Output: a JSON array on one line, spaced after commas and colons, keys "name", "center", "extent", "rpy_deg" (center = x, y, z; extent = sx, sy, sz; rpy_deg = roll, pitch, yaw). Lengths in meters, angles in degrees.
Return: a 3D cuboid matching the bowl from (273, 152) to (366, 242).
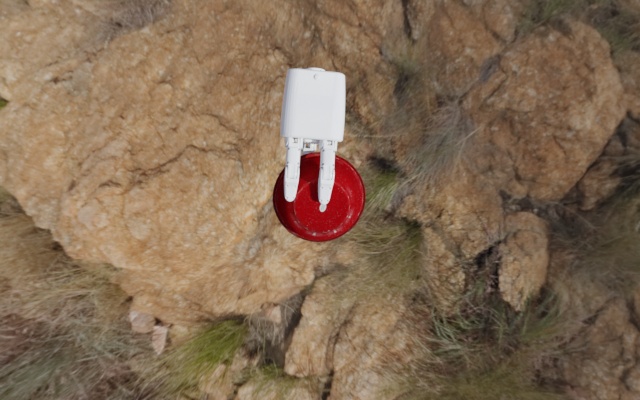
[{"name": "bowl", "center": [0.000, 0.004, 0.801], "extent": [0.162, 0.162, 0.055], "rpy_deg": [0, 16, -5]}]
